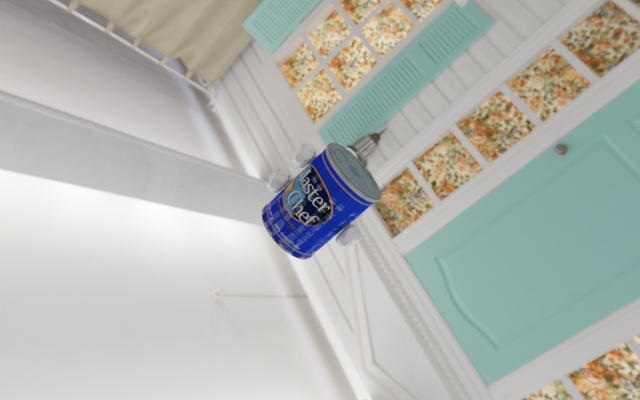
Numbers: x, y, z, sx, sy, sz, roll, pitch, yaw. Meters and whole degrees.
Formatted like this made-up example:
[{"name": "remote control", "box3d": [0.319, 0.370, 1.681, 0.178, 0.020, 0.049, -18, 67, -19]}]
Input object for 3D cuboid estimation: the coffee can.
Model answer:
[{"name": "coffee can", "box3d": [0.000, 0.002, 0.678, 0.140, 0.102, 0.103, -42, -19, 22]}]
